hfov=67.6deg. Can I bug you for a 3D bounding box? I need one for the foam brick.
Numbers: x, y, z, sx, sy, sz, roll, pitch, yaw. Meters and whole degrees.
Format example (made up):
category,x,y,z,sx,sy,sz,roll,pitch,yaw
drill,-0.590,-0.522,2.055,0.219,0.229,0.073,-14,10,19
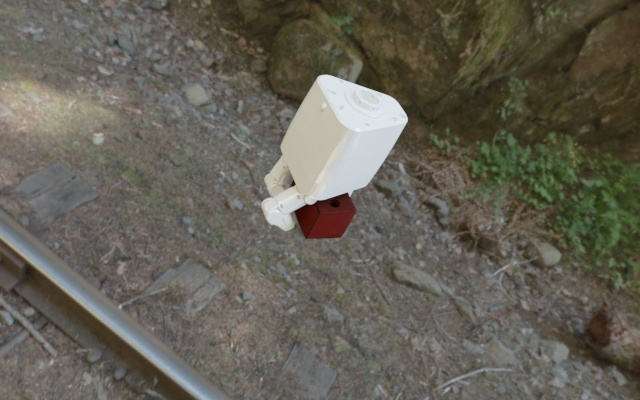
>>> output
category,x,y,z,sx,sy,sz,roll,pitch,yaw
foam brick,0.000,0.002,0.593,0.053,0.078,0.051,-2,-39,-31
